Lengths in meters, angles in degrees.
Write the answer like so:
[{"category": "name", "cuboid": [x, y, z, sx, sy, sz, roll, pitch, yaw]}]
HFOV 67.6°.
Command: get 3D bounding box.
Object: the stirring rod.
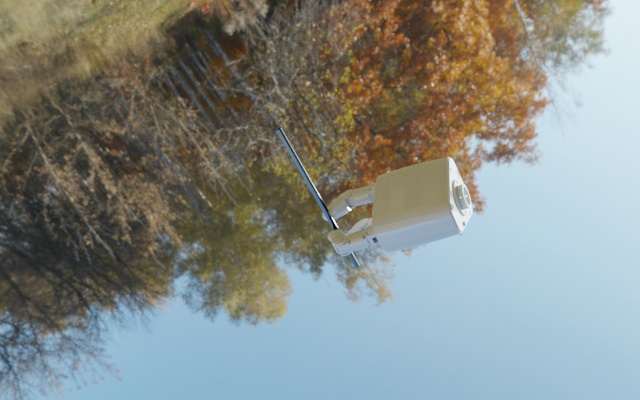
[{"category": "stirring rod", "cuboid": [0.000, 0.002, 0.678, 0.011, 0.240, 0.011, -26, 22, 11]}]
